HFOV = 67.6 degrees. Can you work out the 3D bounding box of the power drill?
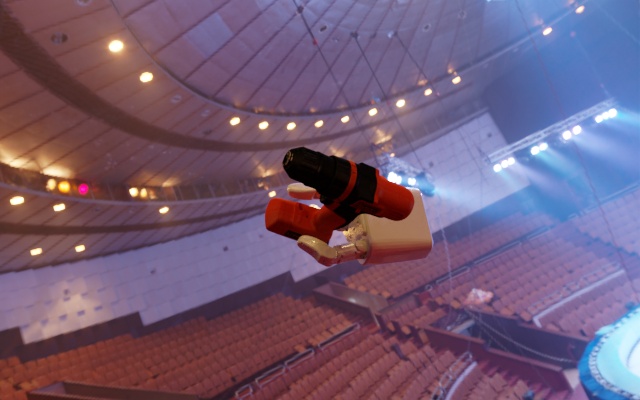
[{"bbox_3d":[0.000,0.002,0.633,0.184,0.057,0.188,22,-28,-26],"label":"power drill"}]
